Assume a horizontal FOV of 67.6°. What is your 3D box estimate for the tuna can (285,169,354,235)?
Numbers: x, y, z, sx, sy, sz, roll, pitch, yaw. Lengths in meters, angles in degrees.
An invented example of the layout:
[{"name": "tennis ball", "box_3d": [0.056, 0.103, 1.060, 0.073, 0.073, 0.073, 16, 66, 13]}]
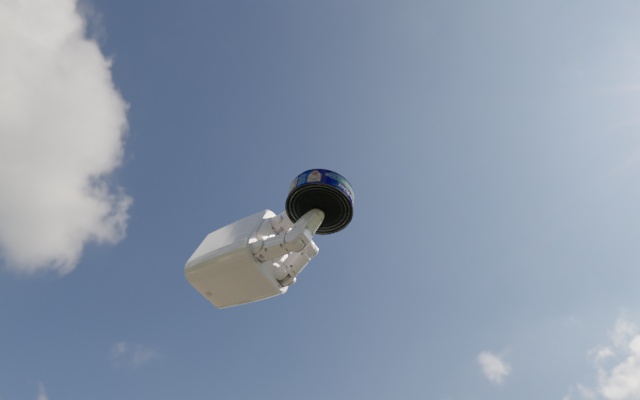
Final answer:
[{"name": "tuna can", "box_3d": [0.000, 0.002, 0.607, 0.086, 0.086, 0.033, 0, 41, 9]}]
